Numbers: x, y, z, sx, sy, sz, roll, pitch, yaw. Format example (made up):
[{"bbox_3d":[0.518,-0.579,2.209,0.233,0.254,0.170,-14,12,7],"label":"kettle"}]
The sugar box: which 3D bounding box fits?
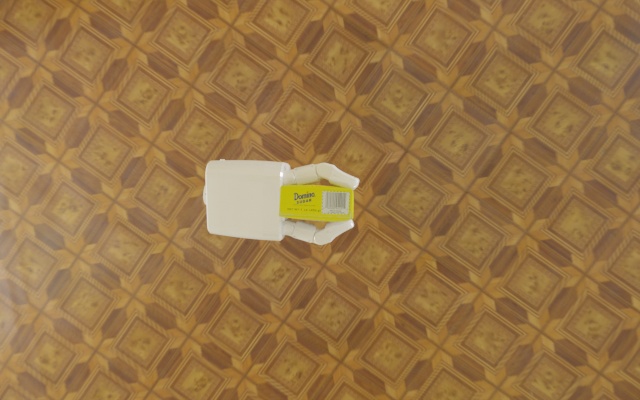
[{"bbox_3d":[0.000,0.002,0.673,0.093,0.048,0.176,4,3,3],"label":"sugar box"}]
